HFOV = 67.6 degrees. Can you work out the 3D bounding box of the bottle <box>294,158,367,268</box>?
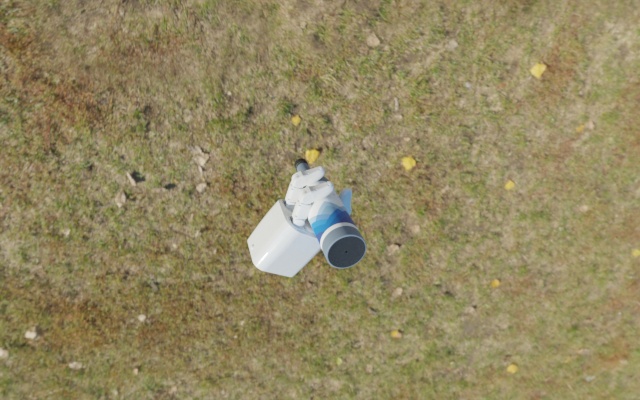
[{"bbox_3d":[0.000,0.003,0.859,0.069,0.069,0.295,0,32,-19],"label":"bottle"}]
